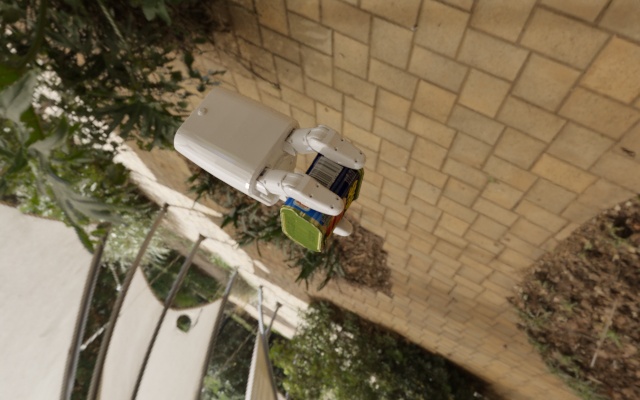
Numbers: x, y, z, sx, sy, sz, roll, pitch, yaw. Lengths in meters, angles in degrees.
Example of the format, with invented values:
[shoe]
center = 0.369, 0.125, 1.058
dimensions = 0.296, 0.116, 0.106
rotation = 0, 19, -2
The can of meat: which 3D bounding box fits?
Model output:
[can of meat]
center = 0.000, 0.002, 0.524
dimensions = 0.057, 0.084, 0.102
rotation = 30, -20, 10
